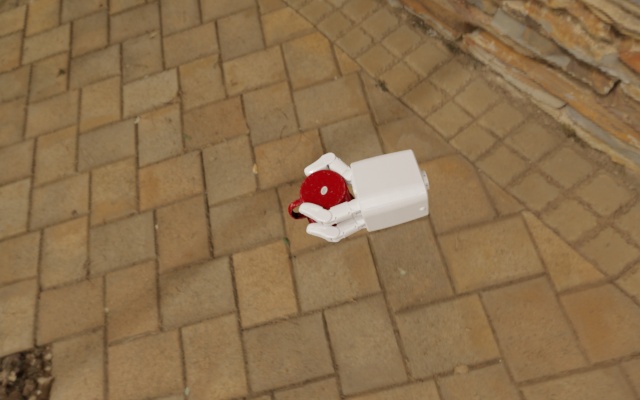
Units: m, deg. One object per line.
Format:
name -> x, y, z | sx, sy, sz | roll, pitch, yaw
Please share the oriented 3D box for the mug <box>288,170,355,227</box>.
mug -> -0.001, 0.003, 0.824 | 0.117, 0.093, 0.081 | -15, -29, 6
